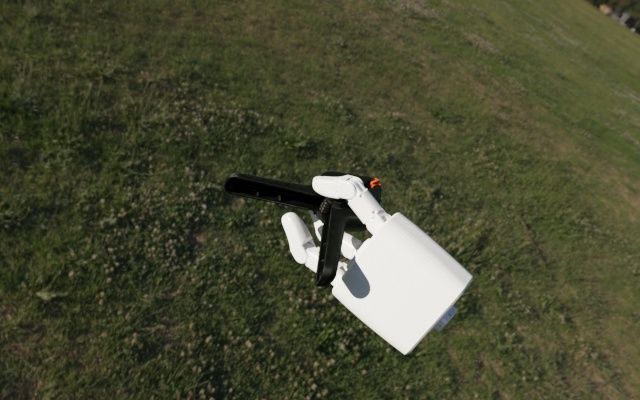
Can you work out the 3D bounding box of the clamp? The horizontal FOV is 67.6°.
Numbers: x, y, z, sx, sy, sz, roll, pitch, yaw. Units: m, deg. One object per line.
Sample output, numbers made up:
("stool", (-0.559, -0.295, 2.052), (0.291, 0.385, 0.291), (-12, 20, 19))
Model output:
("clamp", (0.001, 0.001, 0.564), (0.164, 0.036, 0.210), (40, 36, 16))
